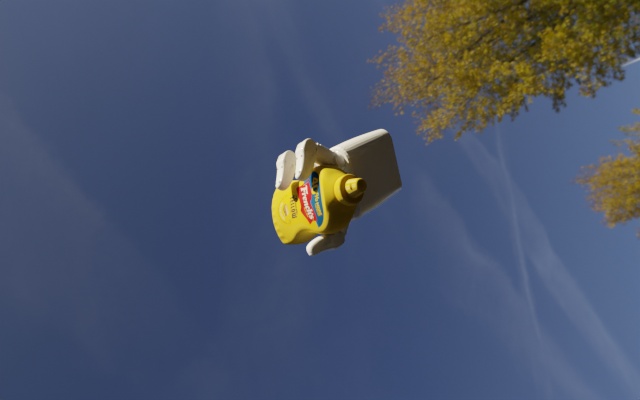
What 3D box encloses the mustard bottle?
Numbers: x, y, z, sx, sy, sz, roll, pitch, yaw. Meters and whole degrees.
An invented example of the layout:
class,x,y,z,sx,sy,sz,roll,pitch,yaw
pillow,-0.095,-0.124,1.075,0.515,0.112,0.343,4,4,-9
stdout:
class,x,y,z,sx,sy,sz,roll,pitch,yaw
mustard bottle,0.000,0.002,0.677,0.058,0.096,0.192,2,-14,-34
